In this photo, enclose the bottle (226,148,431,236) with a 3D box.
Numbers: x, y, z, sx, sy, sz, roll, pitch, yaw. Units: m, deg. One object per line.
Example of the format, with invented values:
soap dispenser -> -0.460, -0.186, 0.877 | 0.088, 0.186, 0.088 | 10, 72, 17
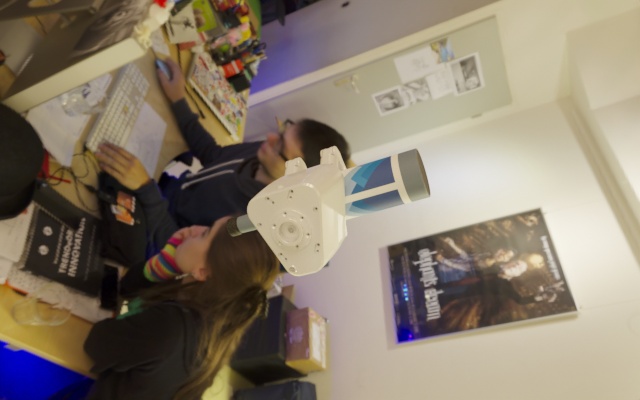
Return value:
bottle -> 0.000, 0.002, 0.668 | 0.296, 0.069, 0.069 | -16, -5, 19
